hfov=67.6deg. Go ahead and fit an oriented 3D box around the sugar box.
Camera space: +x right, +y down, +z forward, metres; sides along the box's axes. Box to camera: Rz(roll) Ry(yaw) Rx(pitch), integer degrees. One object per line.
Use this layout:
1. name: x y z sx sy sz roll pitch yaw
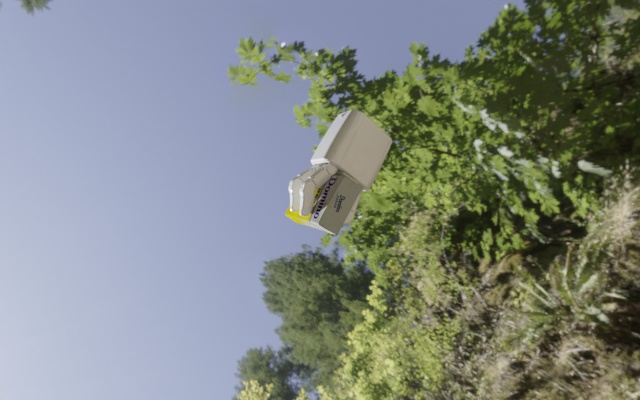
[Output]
1. sugar box: 0.000 0.002 0.846 0.048 0.093 0.176 31 -9 -18
